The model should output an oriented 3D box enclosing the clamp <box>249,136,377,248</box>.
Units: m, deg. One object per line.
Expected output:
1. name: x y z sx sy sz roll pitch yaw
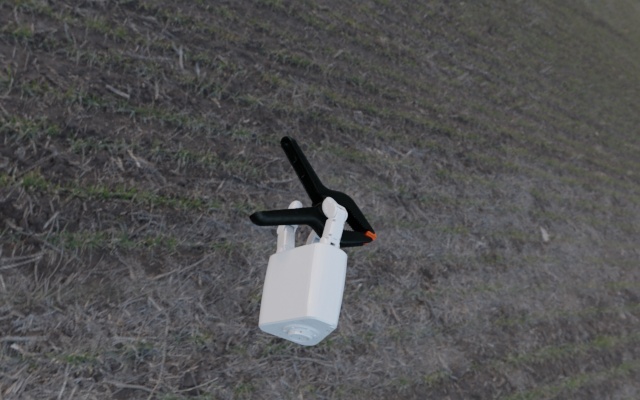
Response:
1. clamp: 0.001 0.003 0.735 0.210 0.164 0.036 27 -35 -25
